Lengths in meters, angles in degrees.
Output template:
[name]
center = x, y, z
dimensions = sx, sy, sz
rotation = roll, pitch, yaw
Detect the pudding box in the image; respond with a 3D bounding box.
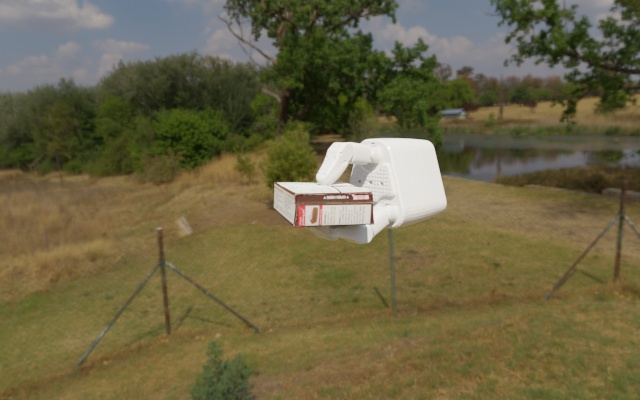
[pudding box]
center = 0.000, 0.002, 0.544
dimensions = 0.090, 0.039, 0.113
rotation = -2, 7, -16
